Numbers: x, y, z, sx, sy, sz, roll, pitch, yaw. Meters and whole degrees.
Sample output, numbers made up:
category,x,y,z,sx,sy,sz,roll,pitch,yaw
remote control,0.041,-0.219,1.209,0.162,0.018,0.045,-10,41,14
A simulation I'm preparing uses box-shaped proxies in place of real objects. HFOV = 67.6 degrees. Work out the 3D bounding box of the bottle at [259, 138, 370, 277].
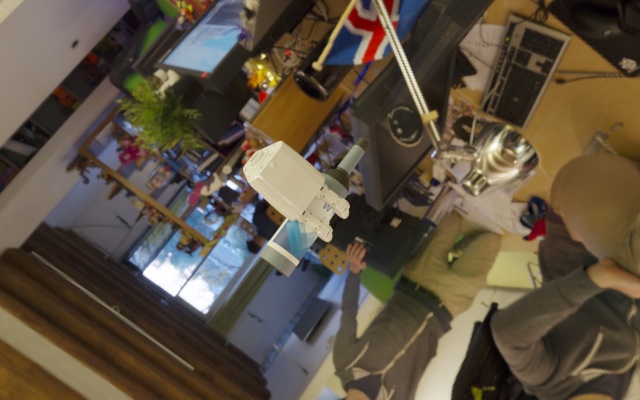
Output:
category,x,y,z,sx,sy,sz,roll,pitch,yaw
bottle,0.000,0.003,0.892,0.069,0.295,0.069,34,-12,9
